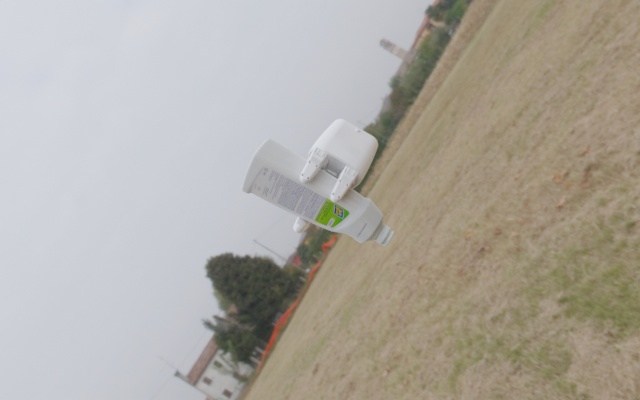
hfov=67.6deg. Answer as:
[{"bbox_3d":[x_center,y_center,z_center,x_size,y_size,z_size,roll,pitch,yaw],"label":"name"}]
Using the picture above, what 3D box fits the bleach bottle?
[{"bbox_3d":[0.000,0.002,0.775,0.251,0.068,0.103,31,-44,2],"label":"bleach bottle"}]
